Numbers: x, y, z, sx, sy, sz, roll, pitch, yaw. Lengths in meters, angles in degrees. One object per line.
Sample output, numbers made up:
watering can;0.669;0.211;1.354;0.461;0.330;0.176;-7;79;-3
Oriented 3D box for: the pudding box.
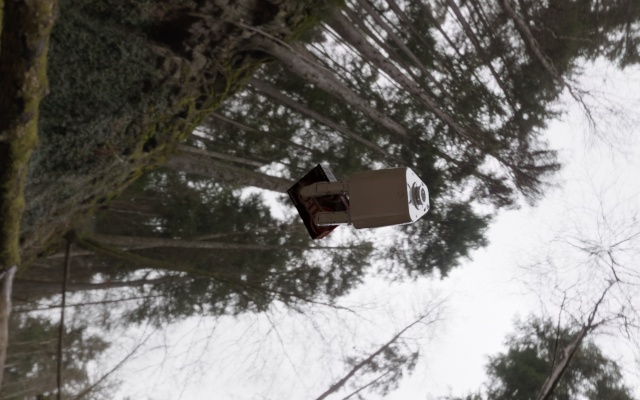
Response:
pudding box;0.000;0.003;0.880;0.090;0.113;0.039;-38;-23;24
